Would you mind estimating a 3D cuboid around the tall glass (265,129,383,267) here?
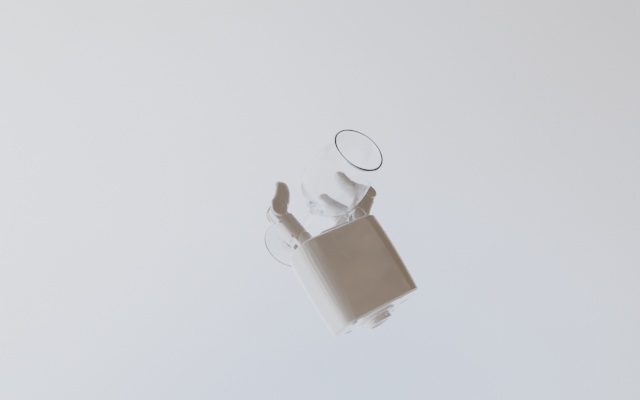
[{"bbox_3d":[0.000,0.002,0.599,0.079,0.079,0.201,0,-37,-32],"label":"tall glass"}]
